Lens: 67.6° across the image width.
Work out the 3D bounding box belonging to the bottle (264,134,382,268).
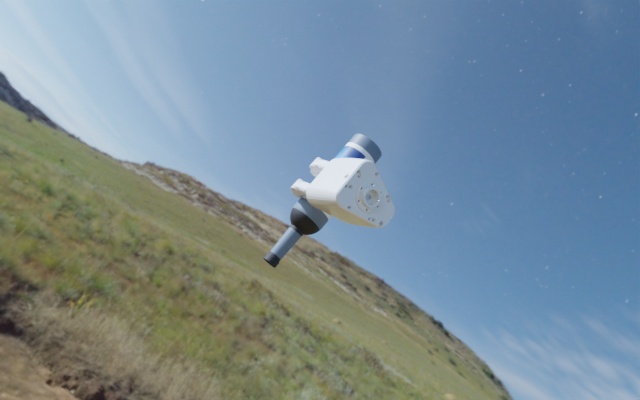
[{"bbox_3d":[0.000,0.003,0.887,0.069,0.295,0.069,37,-15,12],"label":"bottle"}]
